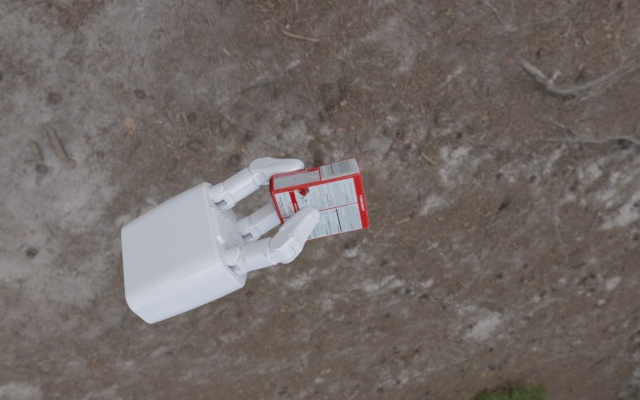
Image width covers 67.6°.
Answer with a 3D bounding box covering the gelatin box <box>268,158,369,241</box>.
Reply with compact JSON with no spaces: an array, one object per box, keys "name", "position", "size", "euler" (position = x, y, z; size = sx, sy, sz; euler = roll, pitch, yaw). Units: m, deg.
[{"name":"gelatin box","position":[0.000,0.002,0.478],"size":[0.089,0.073,0.030],"euler":[-12,40,3]}]
